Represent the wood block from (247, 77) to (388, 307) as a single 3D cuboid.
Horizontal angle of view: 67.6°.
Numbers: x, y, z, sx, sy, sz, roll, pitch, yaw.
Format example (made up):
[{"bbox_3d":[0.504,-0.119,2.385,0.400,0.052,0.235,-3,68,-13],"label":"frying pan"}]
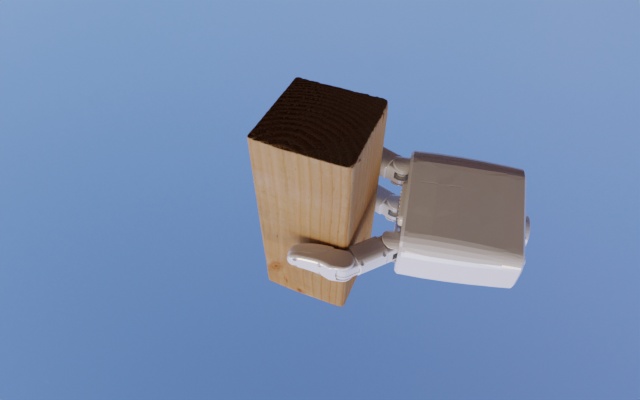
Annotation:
[{"bbox_3d":[0.000,0.002,0.458,0.090,0.090,0.206,18,-39,15],"label":"wood block"}]
